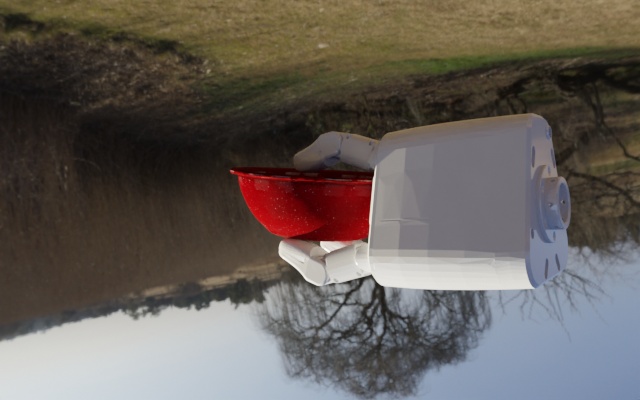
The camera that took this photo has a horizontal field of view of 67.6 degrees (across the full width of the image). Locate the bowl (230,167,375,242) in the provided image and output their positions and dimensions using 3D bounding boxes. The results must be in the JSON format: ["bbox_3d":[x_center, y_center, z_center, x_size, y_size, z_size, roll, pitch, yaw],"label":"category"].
[{"bbox_3d":[-0.001,0.002,0.427,0.162,0.055,0.162,3,6,0],"label":"bowl"}]
